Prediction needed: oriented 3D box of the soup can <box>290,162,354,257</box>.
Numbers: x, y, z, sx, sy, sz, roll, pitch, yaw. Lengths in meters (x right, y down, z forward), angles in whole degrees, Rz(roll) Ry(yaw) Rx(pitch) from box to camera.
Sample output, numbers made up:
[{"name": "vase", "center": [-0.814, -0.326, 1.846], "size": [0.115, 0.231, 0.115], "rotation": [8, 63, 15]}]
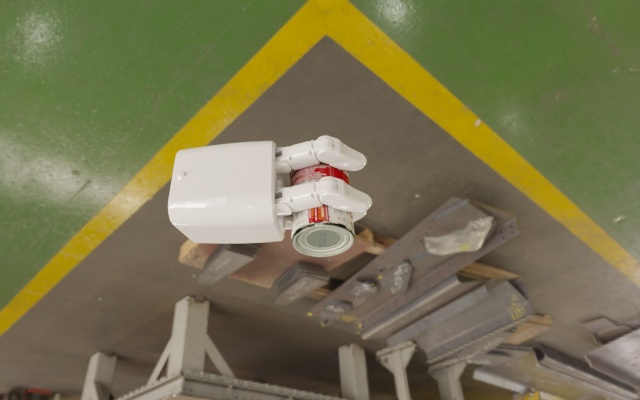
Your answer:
[{"name": "soup can", "center": [0.001, 0.002, 0.523], "size": [0.068, 0.102, 0.069], "rotation": [-2, -35, -2]}]
